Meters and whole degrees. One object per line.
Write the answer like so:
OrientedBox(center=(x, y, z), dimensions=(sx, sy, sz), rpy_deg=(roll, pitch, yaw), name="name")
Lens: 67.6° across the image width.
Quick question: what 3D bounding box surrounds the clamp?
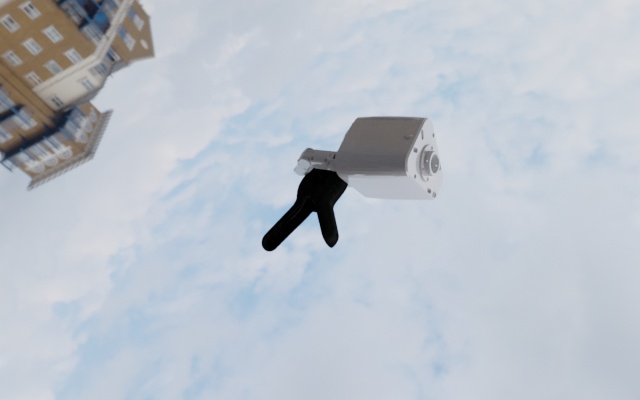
OrientedBox(center=(0.000, 0.002, 0.651), dimensions=(0.120, 0.171, 0.039), rpy_deg=(5, -35, 38), name="clamp")
